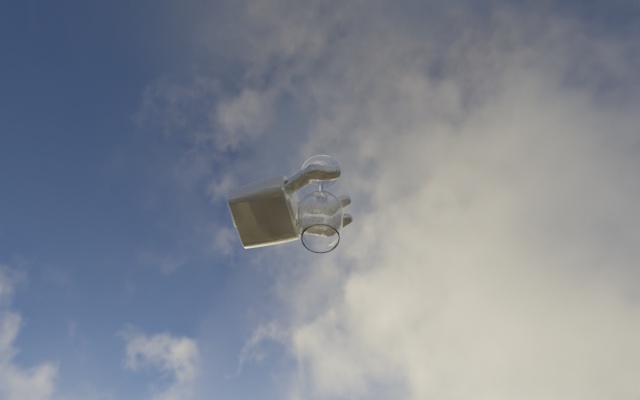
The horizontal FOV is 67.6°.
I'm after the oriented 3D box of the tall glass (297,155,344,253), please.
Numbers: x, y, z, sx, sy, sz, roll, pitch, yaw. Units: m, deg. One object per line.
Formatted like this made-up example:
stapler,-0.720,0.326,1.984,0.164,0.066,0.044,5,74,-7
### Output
tall glass,0.000,0.002,0.835,0.079,0.079,0.201,0,36,0
